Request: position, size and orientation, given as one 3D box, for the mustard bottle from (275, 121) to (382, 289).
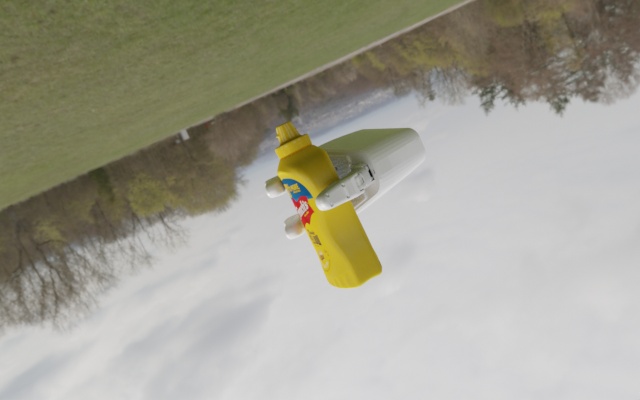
[{"bbox_3d":[0.000,0.002,0.535,0.058,0.191,0.096,-27,7,-16],"label":"mustard bottle"}]
